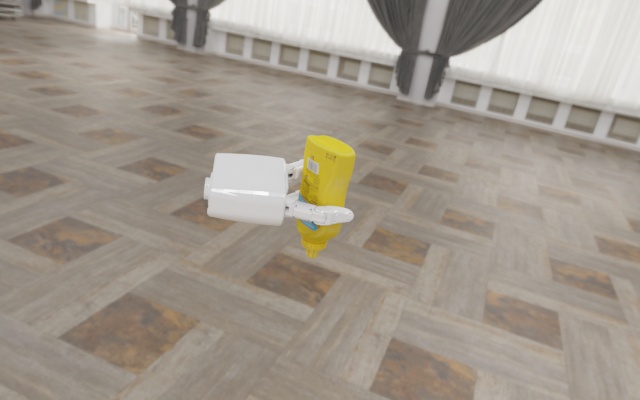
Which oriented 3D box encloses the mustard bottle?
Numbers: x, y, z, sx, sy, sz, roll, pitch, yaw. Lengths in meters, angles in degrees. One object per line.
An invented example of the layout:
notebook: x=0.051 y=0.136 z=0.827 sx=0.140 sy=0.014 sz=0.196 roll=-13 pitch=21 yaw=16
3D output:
mustard bottle: x=0.000 y=0.002 z=0.739 sx=0.058 sy=0.192 sz=0.096 roll=-5 pitch=26 yaw=-33
